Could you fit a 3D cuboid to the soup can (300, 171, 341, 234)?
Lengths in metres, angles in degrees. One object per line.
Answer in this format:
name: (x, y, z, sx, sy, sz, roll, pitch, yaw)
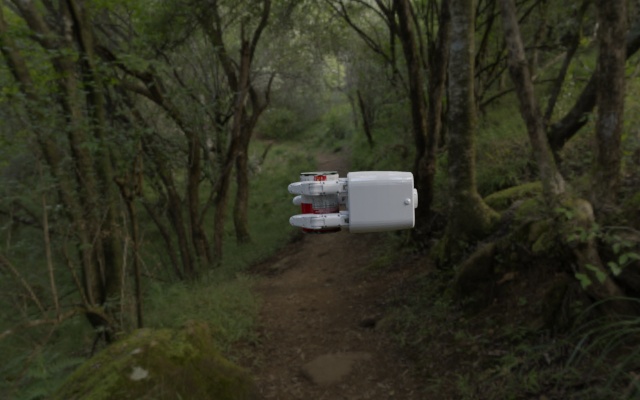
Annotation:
soup can: (0.000, 0.002, 0.822, 0.068, 0.102, 0.068, -3, 5, 0)
